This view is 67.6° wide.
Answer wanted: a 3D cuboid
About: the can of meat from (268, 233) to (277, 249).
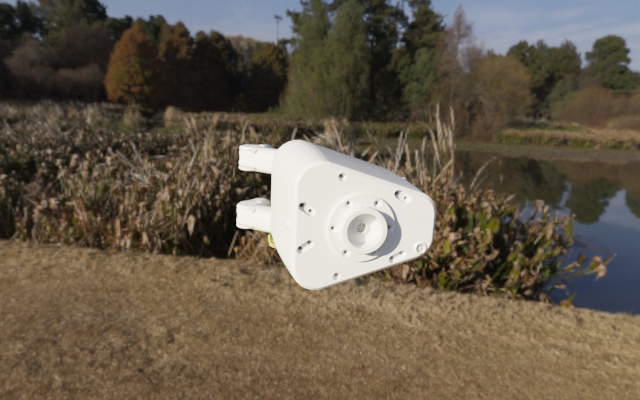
[{"bbox_3d":[0.000,0.001,0.478,0.102,0.084,0.057,1,13,-8],"label":"can of meat"}]
